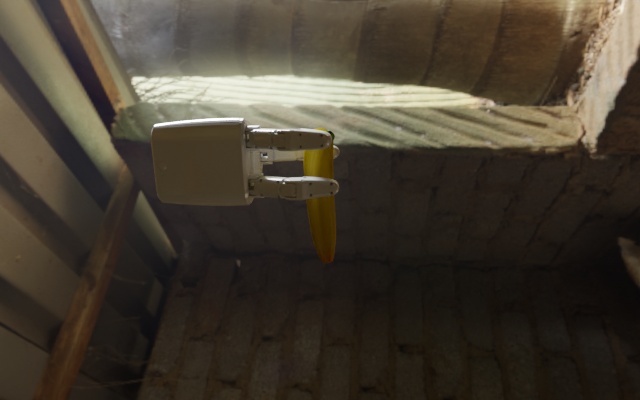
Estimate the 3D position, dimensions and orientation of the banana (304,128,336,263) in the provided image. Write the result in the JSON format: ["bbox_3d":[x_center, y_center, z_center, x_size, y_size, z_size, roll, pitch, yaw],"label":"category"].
[{"bbox_3d":[-0.001,-0.012,0.584,0.037,0.198,0.069,-3,39,0],"label":"banana"}]
